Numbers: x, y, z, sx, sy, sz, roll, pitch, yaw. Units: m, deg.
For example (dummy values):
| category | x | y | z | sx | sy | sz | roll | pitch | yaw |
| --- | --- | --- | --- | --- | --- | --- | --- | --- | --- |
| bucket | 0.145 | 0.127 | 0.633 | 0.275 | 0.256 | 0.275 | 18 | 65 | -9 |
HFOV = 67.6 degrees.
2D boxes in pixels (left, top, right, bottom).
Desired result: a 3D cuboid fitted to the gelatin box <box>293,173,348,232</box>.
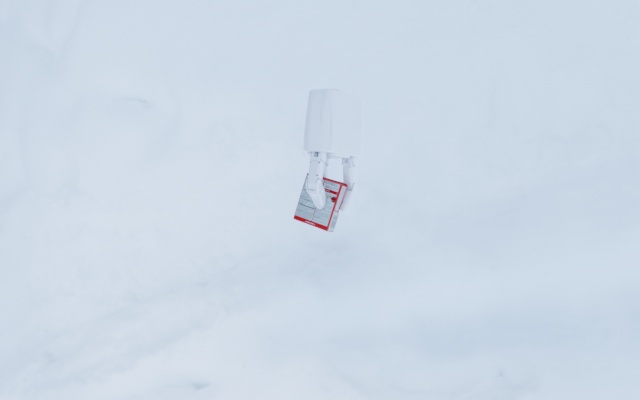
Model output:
| category | x | y | z | sx | sy | sz | roll | pitch | yaw |
| --- | --- | --- | --- | --- | --- | --- | --- | --- | --- |
| gelatin box | 0.000 | 0.003 | 0.846 | 0.073 | 0.089 | 0.030 | 18 | 2 | 26 |
